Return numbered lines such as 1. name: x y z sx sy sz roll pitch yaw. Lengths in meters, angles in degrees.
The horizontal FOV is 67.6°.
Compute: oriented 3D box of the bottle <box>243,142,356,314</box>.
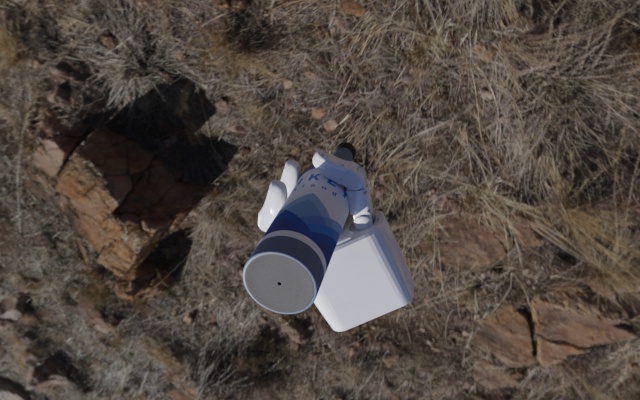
1. bottle: 0.000 0.002 0.527 0.069 0.069 0.295 0 28 16
